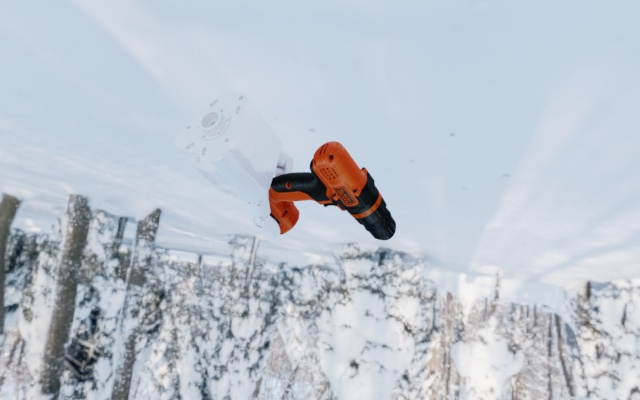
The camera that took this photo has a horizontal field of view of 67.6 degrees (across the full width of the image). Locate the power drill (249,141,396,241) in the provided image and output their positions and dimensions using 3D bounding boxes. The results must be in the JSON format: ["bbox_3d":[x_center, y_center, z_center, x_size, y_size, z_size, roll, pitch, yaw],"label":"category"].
[{"bbox_3d":[0.000,0.002,0.701,0.187,0.057,0.184,-12,-49,35],"label":"power drill"}]
